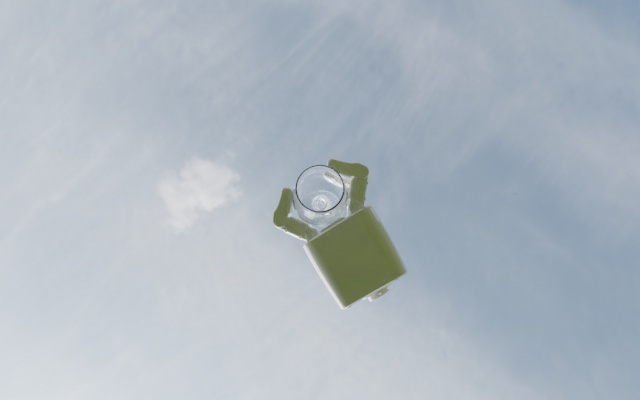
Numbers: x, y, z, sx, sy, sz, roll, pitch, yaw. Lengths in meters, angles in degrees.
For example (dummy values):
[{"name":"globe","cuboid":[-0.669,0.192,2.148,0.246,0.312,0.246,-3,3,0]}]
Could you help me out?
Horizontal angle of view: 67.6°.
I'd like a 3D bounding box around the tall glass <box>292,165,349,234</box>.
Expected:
[{"name":"tall glass","cuboid":[0.000,0.002,0.694,0.079,0.079,0.201,0,-10,1]}]
